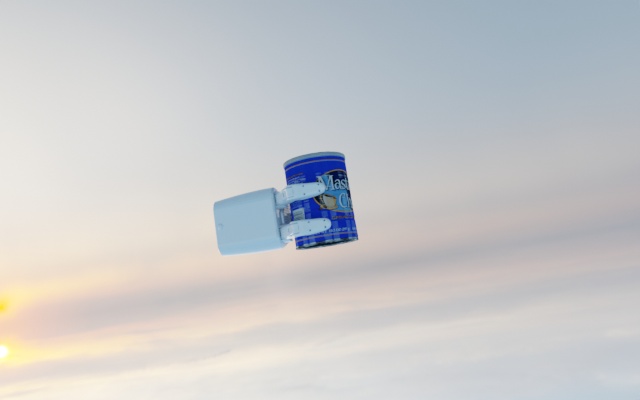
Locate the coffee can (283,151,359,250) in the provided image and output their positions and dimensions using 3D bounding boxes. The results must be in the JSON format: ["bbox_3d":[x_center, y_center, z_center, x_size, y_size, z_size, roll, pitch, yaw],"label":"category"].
[{"bbox_3d":[0.000,0.002,0.771,0.103,0.140,0.103,-9,-9,-1],"label":"coffee can"}]
